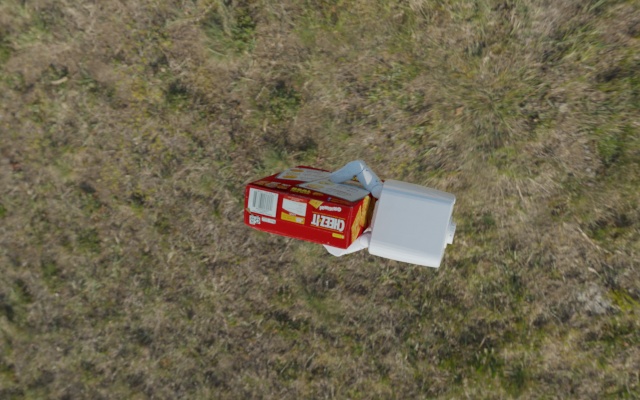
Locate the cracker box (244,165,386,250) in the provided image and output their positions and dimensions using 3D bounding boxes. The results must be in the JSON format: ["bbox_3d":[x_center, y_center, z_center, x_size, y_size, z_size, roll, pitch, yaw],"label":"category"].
[{"bbox_3d":[0.000,0.002,0.760,0.164,0.072,0.213,12,15,17],"label":"cracker box"}]
